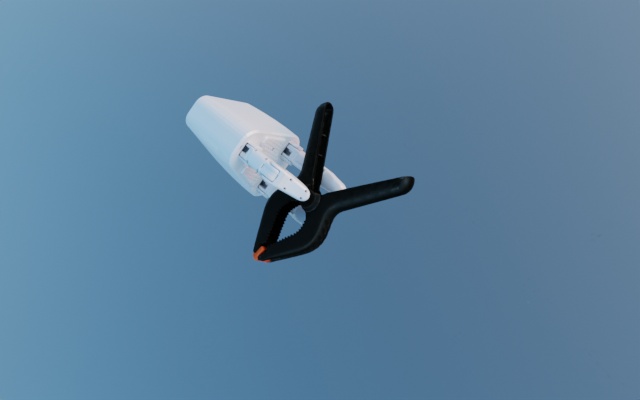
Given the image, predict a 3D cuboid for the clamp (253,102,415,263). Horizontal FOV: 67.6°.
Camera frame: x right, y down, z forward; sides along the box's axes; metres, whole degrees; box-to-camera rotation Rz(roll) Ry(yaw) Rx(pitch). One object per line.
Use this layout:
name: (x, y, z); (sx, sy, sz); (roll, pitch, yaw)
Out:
clamp: (-0.001, 0.002, 0.573); (0.164, 0.210, 0.036); (39, 6, 31)
